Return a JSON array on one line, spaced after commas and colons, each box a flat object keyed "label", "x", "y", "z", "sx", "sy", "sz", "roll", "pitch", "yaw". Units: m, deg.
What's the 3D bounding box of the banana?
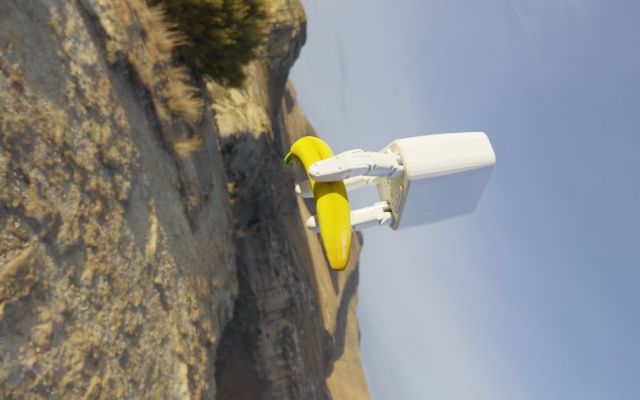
[{"label": "banana", "x": 0.002, "y": -0.015, "z": 0.528, "sx": 0.037, "sy": 0.070, "sz": 0.197, "roll": -4, "pitch": 42, "yaw": -18}]
